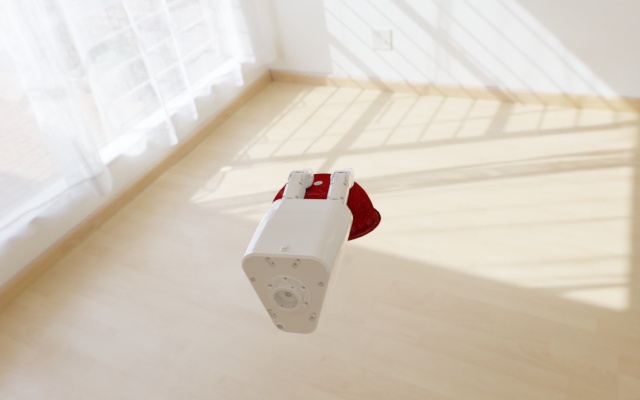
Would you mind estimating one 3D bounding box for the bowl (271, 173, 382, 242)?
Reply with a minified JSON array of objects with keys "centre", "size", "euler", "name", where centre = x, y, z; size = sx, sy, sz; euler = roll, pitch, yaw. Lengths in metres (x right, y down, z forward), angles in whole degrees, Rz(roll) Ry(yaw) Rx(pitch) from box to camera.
[{"centre":[0.000,0.001,0.642],"size":[0.162,0.055,0.162],"euler":[-3,20,1],"name":"bowl"}]
